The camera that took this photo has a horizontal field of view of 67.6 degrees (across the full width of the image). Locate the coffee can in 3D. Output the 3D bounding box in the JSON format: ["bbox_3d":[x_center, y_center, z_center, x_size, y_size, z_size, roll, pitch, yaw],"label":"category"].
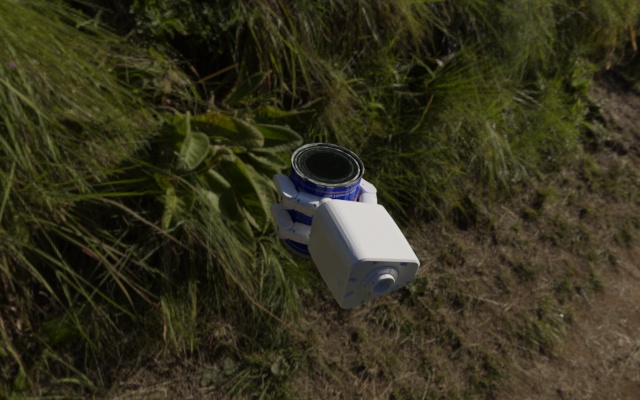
[{"bbox_3d":[0.000,0.002,0.701,0.103,0.140,0.102,6,39,-5],"label":"coffee can"}]
